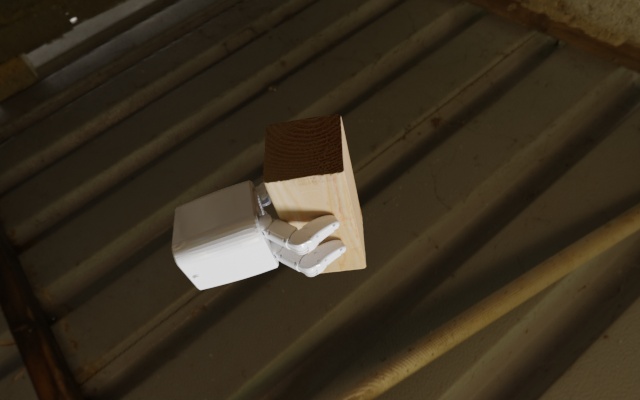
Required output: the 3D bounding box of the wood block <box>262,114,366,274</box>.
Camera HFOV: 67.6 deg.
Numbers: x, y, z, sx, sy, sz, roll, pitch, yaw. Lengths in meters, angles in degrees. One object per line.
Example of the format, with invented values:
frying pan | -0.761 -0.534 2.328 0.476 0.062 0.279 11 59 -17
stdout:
wood block | 0.000 0.002 0.603 0.090 0.090 0.206 -8 -37 7
